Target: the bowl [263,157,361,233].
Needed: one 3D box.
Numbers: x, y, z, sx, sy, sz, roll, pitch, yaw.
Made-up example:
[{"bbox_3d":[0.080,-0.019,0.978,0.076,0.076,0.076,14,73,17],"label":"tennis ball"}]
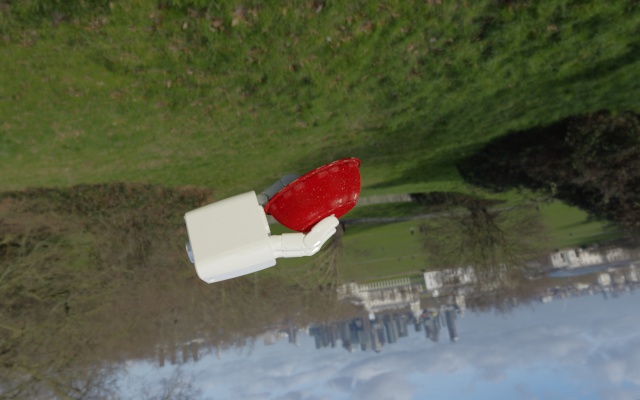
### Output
[{"bbox_3d":[0.001,0.002,0.700,0.162,0.055,0.162,-27,-12,-6],"label":"bowl"}]
